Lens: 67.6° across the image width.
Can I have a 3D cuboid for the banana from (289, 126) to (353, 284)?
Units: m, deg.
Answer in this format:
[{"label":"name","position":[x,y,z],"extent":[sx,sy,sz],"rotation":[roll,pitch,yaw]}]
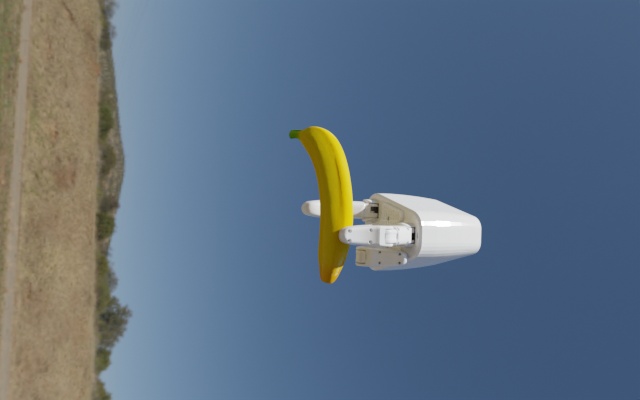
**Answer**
[{"label":"banana","position":[0.008,-0.009,0.541],"extent":[0.037,0.197,0.070],"rotation":[2,-26,-30]}]
